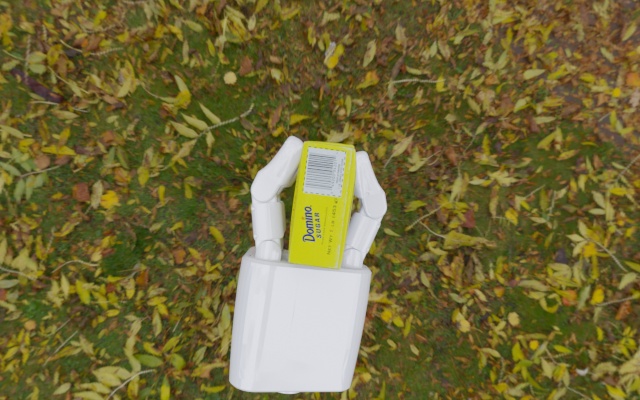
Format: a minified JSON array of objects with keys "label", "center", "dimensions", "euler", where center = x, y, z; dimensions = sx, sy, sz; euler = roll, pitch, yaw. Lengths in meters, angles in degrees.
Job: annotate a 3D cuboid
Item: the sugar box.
[{"label":"sugar box","center":[-0.001,0.001,0.433],"dimensions":[0.048,0.093,0.176],"euler":[8,1,-3]}]
